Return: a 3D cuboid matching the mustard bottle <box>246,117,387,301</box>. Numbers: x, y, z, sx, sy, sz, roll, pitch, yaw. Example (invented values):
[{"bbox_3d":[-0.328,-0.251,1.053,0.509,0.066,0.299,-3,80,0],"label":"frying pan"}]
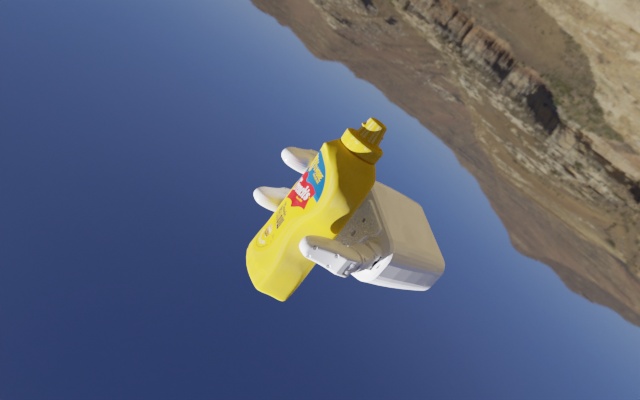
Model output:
[{"bbox_3d":[0.000,0.002,0.466,0.058,0.192,0.096,31,20,-19],"label":"mustard bottle"}]
